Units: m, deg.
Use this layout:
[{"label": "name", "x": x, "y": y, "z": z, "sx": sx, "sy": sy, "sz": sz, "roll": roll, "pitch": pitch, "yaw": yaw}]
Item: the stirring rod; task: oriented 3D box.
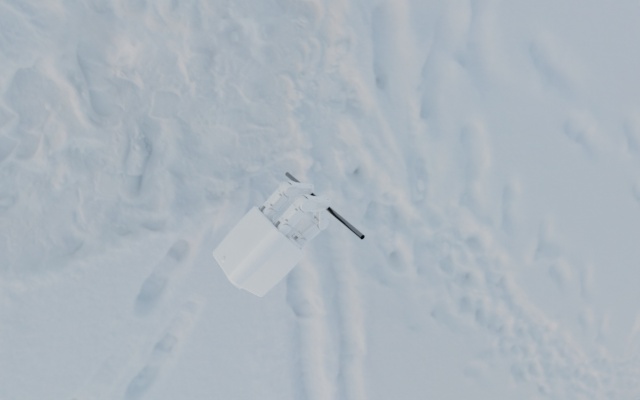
[{"label": "stirring rod", "x": 0.000, "y": 0.003, "z": 0.786, "sx": 0.011, "sy": 0.011, "sz": 0.239, "roll": 0, "pitch": 25, "yaw": -34}]
